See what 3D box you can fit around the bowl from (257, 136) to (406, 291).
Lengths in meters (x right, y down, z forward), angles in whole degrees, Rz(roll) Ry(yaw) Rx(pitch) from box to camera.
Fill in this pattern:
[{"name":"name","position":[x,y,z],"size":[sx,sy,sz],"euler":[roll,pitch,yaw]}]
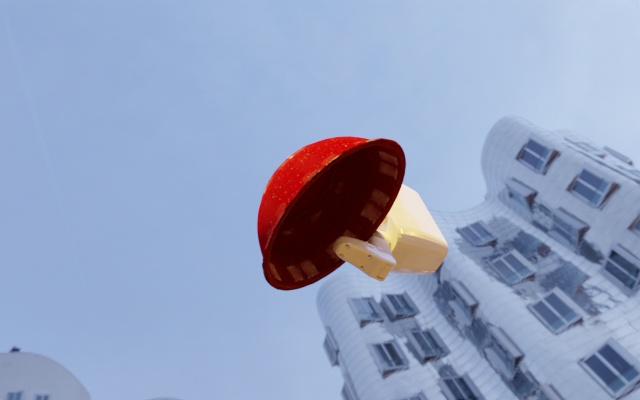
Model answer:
[{"name":"bowl","position":[-0.001,0.001,0.419],"size":[0.055,0.162,0.162],"euler":[42,23,28]}]
